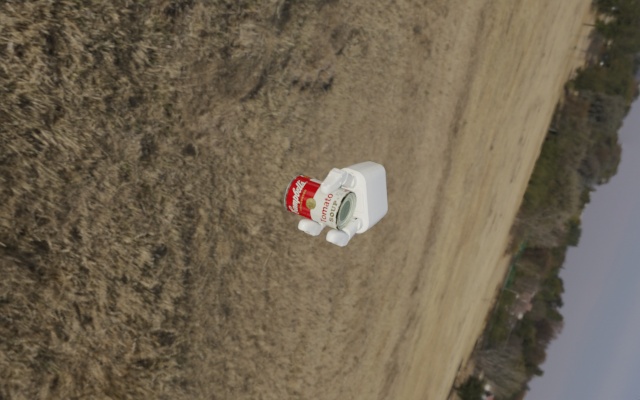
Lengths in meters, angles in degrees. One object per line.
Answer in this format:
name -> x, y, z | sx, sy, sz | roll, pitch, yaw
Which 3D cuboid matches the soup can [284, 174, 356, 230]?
soup can -> 0.000, 0.003, 0.798 | 0.102, 0.068, 0.068 | 20, 8, 24
